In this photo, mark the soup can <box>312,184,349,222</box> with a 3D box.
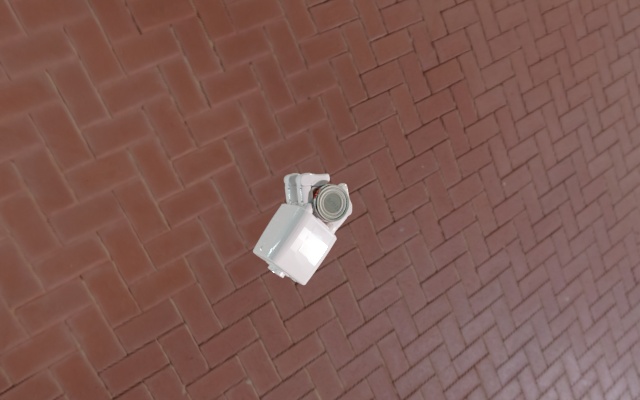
[{"bbox_3d":[0.001,0.003,0.877,0.068,0.068,0.102,0,2,-26],"label":"soup can"}]
